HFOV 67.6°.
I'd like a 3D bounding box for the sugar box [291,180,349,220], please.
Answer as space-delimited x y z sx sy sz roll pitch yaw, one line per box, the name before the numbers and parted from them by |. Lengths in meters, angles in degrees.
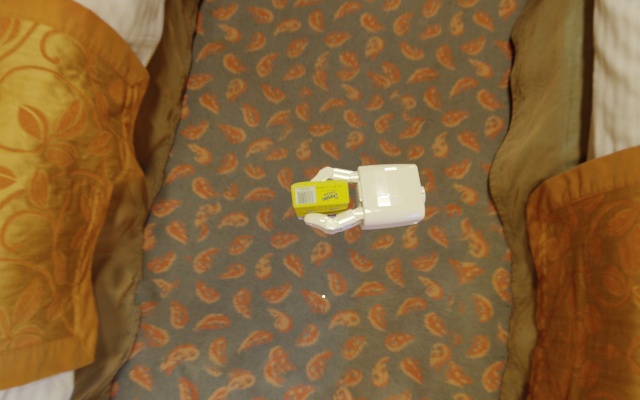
sugar box | 0.000 0.003 0.852 0.093 0.048 0.176 -4 -11 0
